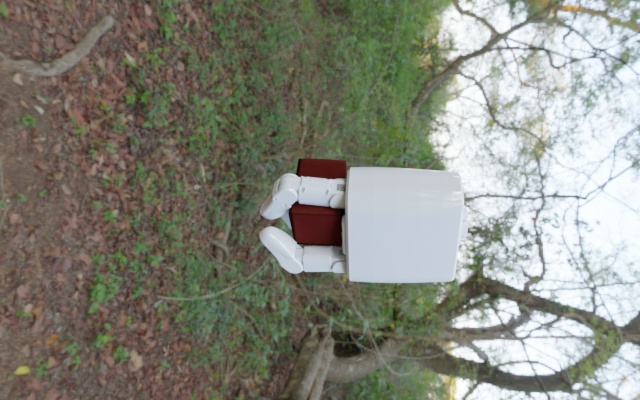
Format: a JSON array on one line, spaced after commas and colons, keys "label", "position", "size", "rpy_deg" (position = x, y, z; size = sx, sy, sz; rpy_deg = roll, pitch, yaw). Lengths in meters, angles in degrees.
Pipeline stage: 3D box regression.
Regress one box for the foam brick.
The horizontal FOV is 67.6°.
[{"label": "foam brick", "position": [0.000, 0.001, 0.494], "size": [0.051, 0.078, 0.053], "rpy_deg": [1, -40, 7]}]
